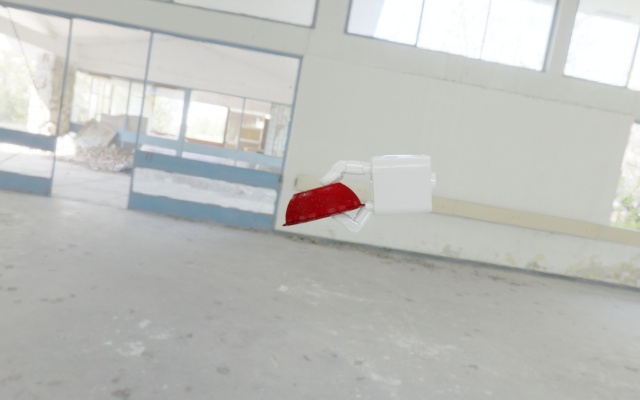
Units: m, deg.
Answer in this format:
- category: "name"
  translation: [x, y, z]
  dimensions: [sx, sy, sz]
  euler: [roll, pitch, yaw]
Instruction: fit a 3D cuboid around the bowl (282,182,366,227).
- category: "bowl"
  translation: [-0.001, 0.003, 0.895]
  dimensions: [0.162, 0.055, 0.162]
  euler: [-15, 1, 0]
